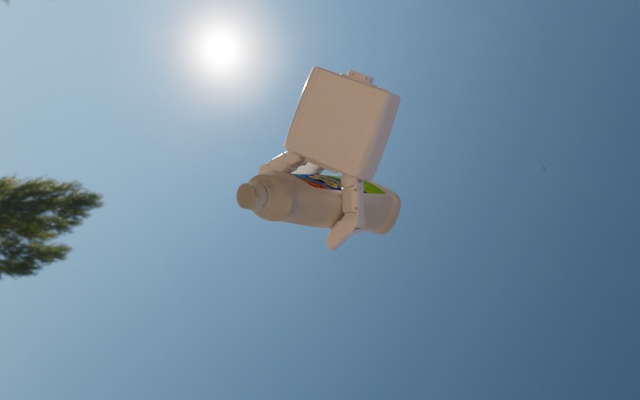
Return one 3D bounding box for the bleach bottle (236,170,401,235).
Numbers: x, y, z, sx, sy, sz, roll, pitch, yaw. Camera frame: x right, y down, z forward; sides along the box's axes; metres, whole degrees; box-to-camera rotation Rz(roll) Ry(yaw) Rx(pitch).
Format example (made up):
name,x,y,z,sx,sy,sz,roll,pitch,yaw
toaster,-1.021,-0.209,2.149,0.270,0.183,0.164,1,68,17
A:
name,x,y,z,sx,sy,sz,roll,pitch,yaw
bleach bottle,0.000,0.002,0.607,0.102,0.068,0.251,30,16,33
